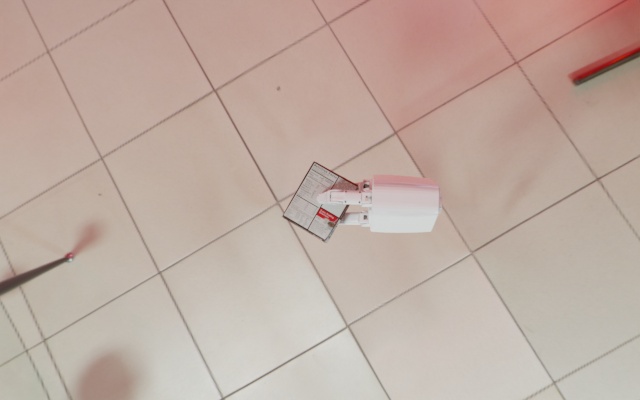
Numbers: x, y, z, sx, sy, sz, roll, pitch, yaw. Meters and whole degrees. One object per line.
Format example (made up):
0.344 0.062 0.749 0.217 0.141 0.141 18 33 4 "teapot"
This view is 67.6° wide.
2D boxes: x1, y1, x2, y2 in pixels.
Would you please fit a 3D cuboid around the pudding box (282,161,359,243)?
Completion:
0.000 0.003 0.820 0.090 0.113 0.039 30 -4 8 "pudding box"
